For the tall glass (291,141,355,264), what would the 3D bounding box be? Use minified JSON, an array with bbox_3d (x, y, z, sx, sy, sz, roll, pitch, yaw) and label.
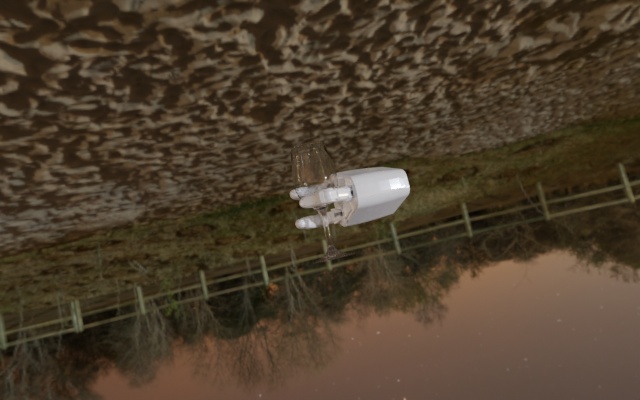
[{"bbox_3d":[0.000,0.003,0.823,0.079,0.201,0.079,-13,-6,-1],"label":"tall glass"}]
